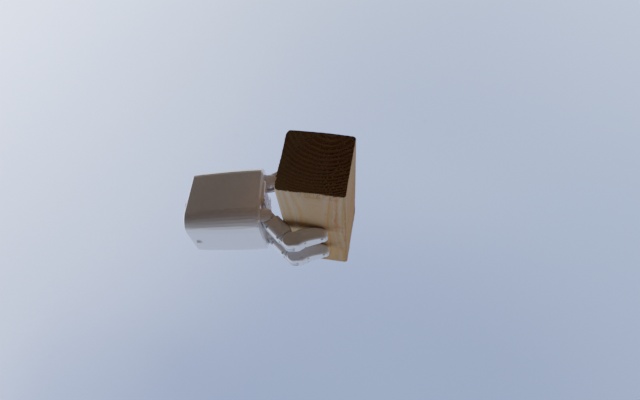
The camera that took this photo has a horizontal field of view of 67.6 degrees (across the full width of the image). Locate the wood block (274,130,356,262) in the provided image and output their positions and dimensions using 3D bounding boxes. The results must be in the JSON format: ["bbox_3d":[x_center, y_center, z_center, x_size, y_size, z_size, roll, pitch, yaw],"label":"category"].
[{"bbox_3d":[0.000,0.002,0.667,0.090,0.090,0.206,7,-27,7],"label":"wood block"}]
